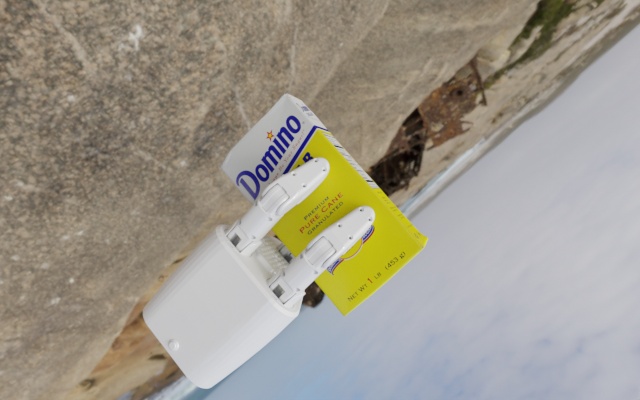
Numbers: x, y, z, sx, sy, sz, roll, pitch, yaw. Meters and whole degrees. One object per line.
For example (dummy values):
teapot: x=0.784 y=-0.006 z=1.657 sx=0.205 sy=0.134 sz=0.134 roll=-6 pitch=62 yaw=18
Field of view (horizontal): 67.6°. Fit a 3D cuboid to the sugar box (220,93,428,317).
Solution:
sugar box: x=0.000 y=0.002 z=0.418 sx=0.093 sy=0.176 sz=0.048 roll=-45 pitch=-9 yaw=14
